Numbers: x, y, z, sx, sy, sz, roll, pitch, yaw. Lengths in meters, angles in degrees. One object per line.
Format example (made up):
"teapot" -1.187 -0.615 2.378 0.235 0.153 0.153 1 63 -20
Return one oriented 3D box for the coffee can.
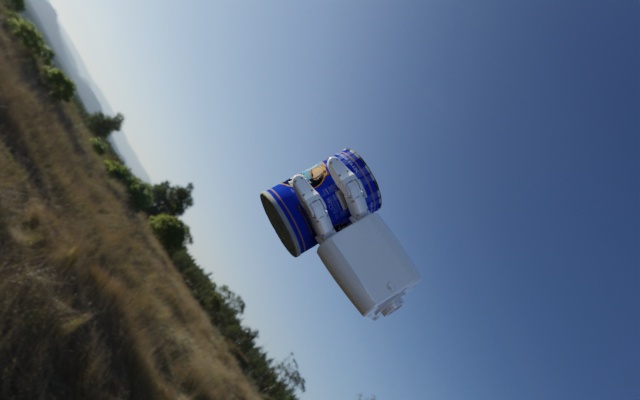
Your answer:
"coffee can" 0.000 0.002 0.677 0.140 0.103 0.103 -29 8 -15
